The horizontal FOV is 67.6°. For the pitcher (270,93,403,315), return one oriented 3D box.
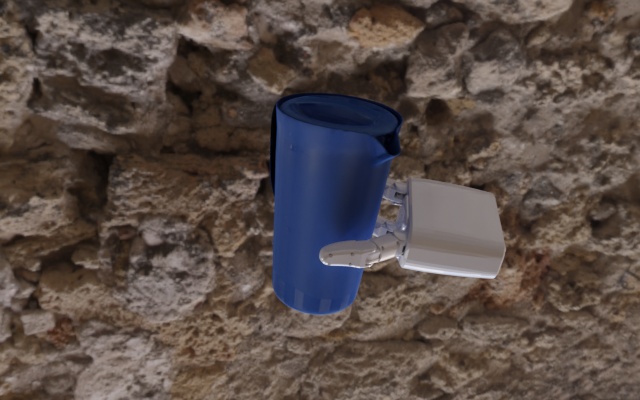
[{"bbox_3d":[0.000,0.002,0.555,0.145,0.243,0.149,8,27,-1],"label":"pitcher"}]
